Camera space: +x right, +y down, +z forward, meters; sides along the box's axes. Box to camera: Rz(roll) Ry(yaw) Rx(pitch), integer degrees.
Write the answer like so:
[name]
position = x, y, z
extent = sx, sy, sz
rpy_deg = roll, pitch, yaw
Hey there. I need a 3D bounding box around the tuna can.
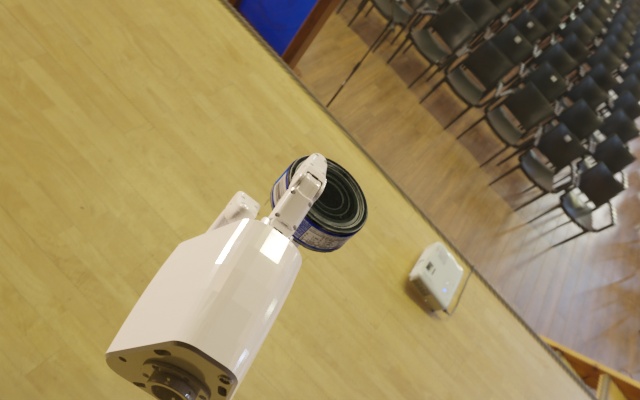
[tuna can]
position = 0.000, 0.001, 0.429
extent = 0.086, 0.086, 0.034
rpy_deg = 0, -33, -39
